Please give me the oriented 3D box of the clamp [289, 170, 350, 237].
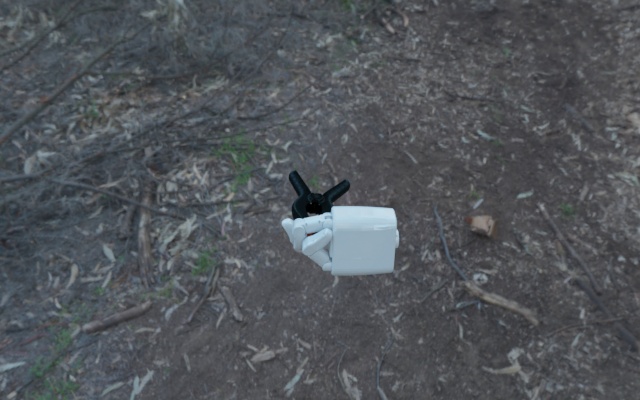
[{"bbox_3d":[0.000,0.003,0.882,0.120,0.039,0.171,0,41,-3],"label":"clamp"}]
